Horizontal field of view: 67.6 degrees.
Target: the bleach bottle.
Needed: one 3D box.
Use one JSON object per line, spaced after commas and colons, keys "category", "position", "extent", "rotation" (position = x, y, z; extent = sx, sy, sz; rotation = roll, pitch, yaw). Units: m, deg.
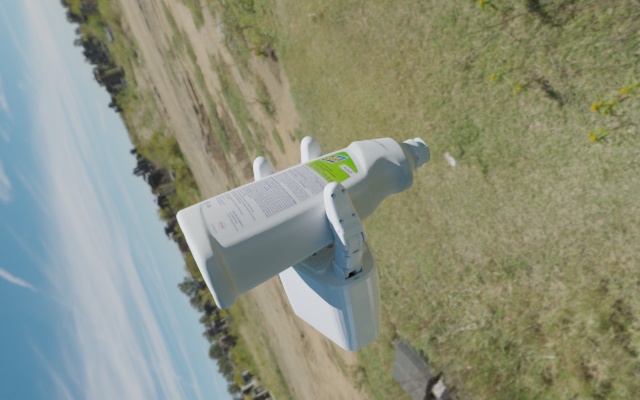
{"category": "bleach bottle", "position": [0.000, 0.001, 0.453], "extent": [0.251, 0.068, 0.102], "rotation": [-24, 39, -17]}
